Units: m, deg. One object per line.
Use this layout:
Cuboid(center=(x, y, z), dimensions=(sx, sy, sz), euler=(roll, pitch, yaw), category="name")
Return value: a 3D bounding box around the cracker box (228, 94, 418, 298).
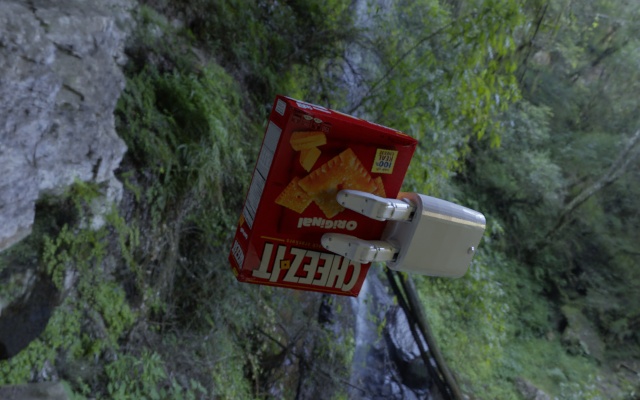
Cuboid(center=(0.000, 0.002, 0.571), dimensions=(0.164, 0.214, 0.072), euler=(12, 16, -23), category="cracker box")
